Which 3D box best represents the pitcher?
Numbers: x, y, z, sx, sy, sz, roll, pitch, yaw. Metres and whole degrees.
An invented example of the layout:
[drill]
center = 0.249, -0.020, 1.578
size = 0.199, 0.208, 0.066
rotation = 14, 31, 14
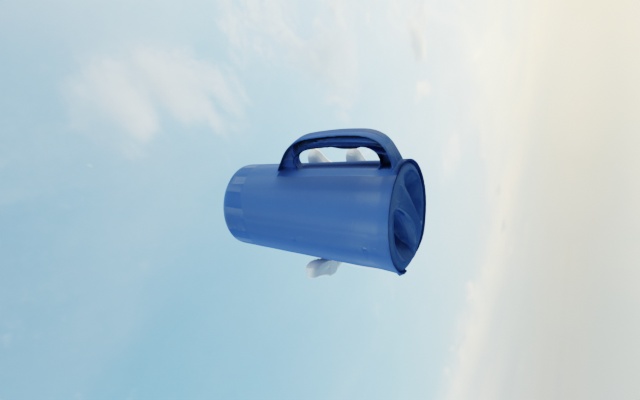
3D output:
[pitcher]
center = 0.000, 0.002, 0.596
size = 0.243, 0.149, 0.145
rotation = 4, -12, 28
